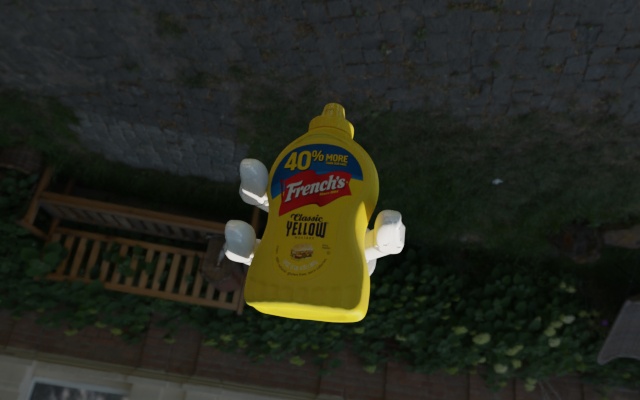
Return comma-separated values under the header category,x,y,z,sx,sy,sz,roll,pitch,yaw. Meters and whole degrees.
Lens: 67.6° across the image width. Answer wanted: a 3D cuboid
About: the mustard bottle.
category,x,y,z,sx,sy,sz,roll,pitch,yaw
mustard bottle,0.000,0.001,0.407,0.096,0.191,0.058,1,-24,18
